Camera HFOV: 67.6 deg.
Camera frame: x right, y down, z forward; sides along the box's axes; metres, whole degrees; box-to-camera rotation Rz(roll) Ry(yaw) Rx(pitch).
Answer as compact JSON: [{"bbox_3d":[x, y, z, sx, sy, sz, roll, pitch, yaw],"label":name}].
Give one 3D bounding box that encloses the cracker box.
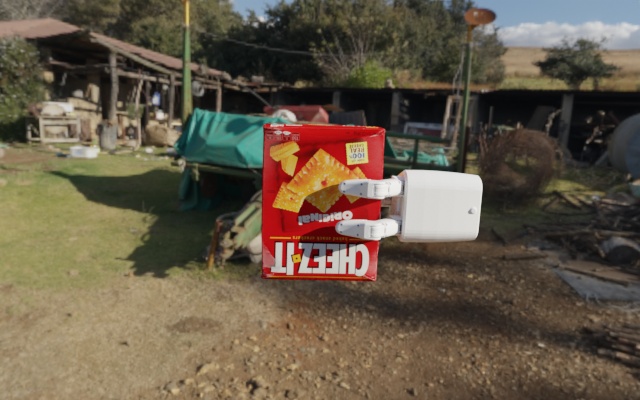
[{"bbox_3d":[0.000,0.002,0.668,0.164,0.214,0.072,2,10,-2],"label":"cracker box"}]
